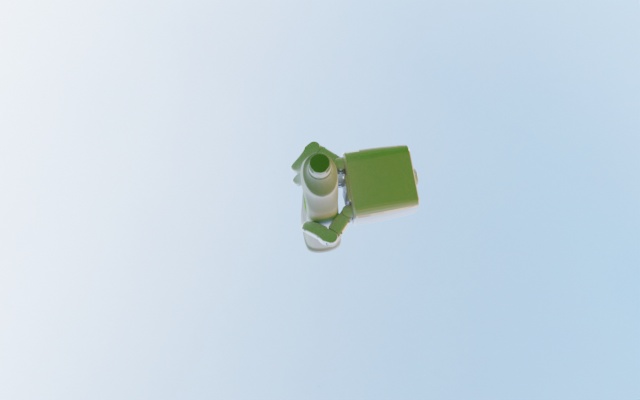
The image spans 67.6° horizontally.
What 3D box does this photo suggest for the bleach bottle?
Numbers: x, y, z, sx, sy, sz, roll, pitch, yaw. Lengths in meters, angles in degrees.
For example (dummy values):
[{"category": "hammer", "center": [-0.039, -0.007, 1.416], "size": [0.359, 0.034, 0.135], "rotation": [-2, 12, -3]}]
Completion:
[{"category": "bleach bottle", "center": [0.000, 0.002, 0.762], "size": [0.068, 0.102, 0.251], "rotation": [-9, -21, -4]}]
